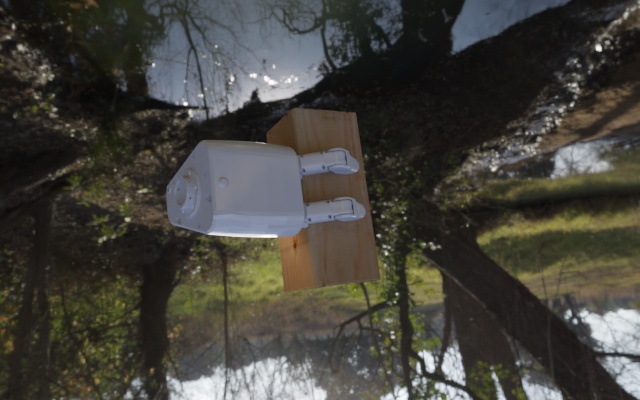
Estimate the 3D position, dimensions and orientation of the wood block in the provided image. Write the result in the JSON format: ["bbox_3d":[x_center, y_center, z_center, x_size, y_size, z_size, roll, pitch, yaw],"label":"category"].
[{"bbox_3d":[0.000,0.002,0.588,0.090,0.206,0.091,-2,-12,-28],"label":"wood block"}]
